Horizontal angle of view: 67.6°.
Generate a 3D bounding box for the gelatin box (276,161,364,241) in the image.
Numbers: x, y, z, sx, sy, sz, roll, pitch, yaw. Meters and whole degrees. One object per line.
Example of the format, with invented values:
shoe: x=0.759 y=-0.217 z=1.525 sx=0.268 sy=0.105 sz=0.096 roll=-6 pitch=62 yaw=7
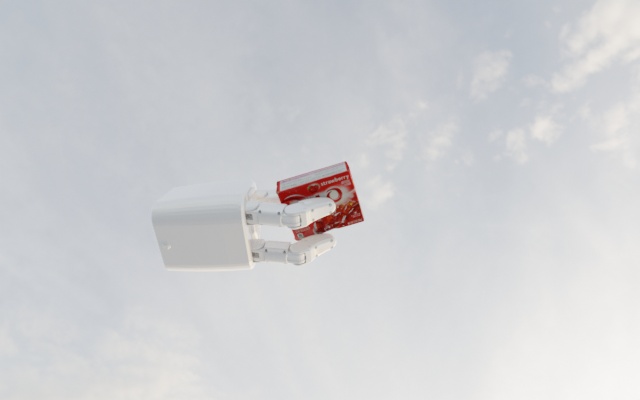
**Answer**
gelatin box: x=0.000 y=0.002 z=0.567 sx=0.089 sy=0.073 sz=0.030 roll=-17 pitch=31 yaw=4
